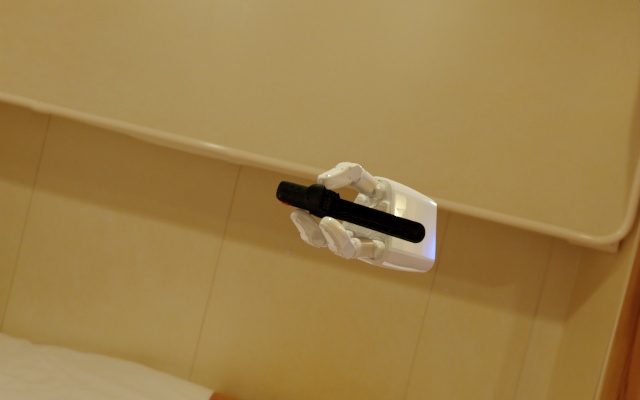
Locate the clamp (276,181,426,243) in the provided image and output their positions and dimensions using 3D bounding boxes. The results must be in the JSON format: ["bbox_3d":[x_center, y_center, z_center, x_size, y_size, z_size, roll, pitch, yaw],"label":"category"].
[{"bbox_3d":[0.000,0.001,0.574,0.164,0.036,0.210,22,-4,-41],"label":"clamp"}]
